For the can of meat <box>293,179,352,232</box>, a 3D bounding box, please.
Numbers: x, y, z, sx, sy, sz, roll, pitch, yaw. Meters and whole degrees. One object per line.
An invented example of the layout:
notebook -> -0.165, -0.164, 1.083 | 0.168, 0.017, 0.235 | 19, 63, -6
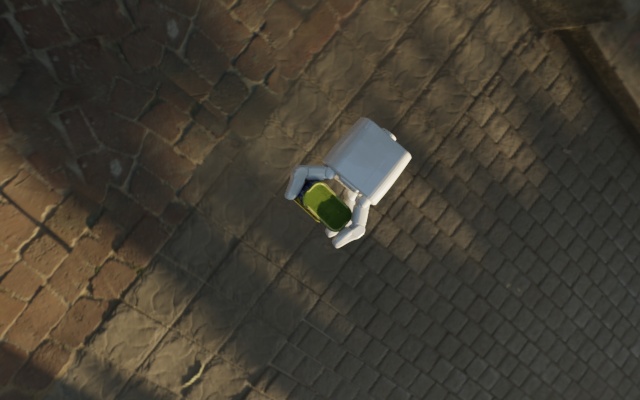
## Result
can of meat -> 0.000, 0.003, 0.831 | 0.102, 0.057, 0.084 | 44, -4, -22
